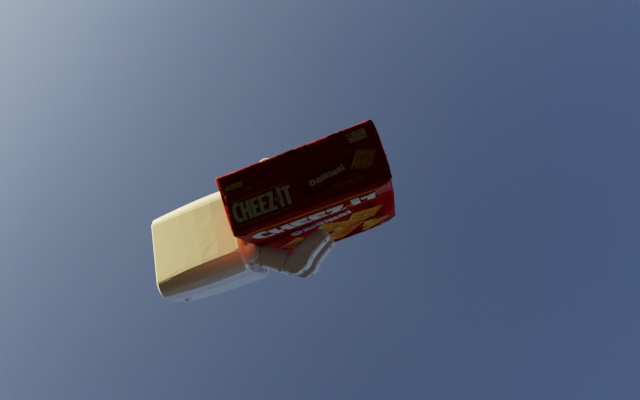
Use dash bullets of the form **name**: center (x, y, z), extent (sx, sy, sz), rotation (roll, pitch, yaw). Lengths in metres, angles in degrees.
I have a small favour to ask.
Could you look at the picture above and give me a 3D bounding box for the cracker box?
- **cracker box**: center (0.000, 0.002, 0.550), extent (0.164, 0.072, 0.214), rotation (-21, -14, 5)
